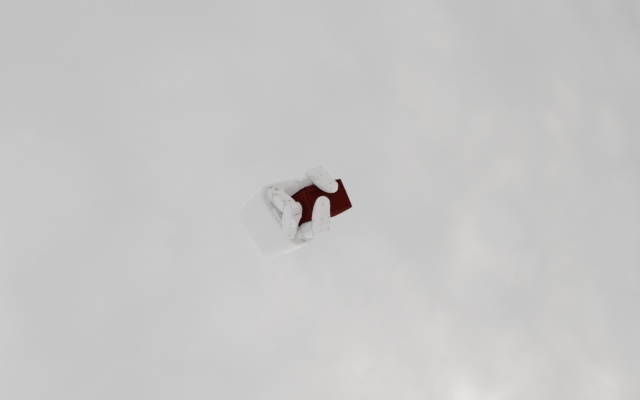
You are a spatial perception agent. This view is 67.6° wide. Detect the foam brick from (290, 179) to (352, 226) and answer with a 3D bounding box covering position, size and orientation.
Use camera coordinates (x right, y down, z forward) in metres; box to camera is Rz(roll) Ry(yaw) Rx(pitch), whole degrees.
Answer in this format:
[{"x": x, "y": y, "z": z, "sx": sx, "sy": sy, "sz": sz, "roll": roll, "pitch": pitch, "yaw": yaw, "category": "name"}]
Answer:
[{"x": 0.000, "y": 0.003, "z": 0.770, "sx": 0.078, "sy": 0.053, "sz": 0.051, "roll": -14, "pitch": -11, "yaw": -37, "category": "foam brick"}]
